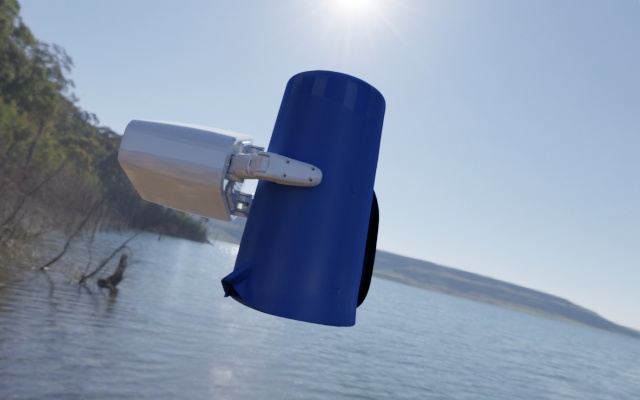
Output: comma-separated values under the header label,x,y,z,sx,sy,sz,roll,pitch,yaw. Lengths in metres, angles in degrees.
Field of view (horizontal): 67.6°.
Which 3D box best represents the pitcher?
label,x,y,z,sx,sy,sz,roll,pitch,yaw
pitcher,0.000,0.002,0.497,0.145,0.243,0.149,12,-7,3
